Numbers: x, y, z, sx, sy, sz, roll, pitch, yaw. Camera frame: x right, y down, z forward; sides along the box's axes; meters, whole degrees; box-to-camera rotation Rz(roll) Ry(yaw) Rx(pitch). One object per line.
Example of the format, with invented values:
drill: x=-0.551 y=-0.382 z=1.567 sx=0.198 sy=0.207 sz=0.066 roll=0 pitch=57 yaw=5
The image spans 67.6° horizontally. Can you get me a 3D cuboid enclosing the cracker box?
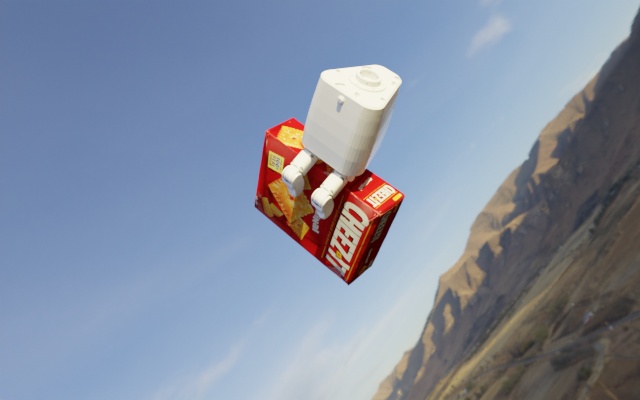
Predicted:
cracker box: x=0.000 y=0.002 z=0.724 sx=0.213 sy=0.164 sz=0.072 roll=38 pitch=47 yaw=21
